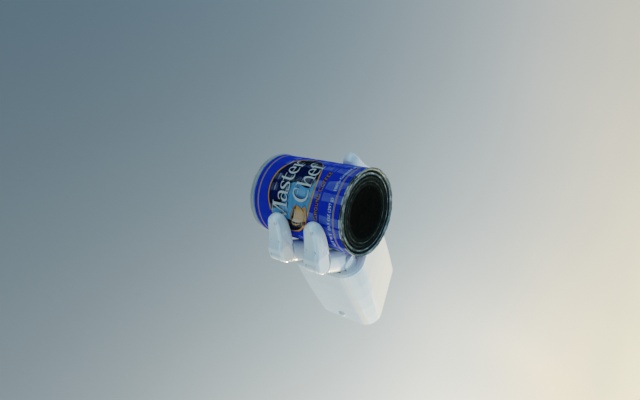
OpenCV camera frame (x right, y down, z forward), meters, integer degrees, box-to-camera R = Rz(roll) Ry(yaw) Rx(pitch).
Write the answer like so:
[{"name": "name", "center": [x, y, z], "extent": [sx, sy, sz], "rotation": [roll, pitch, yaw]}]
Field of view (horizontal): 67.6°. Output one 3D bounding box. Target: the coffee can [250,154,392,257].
[{"name": "coffee can", "center": [0.000, 0.002, 0.577], "extent": [0.140, 0.103, 0.103], "rotation": [13, 8, 38]}]
